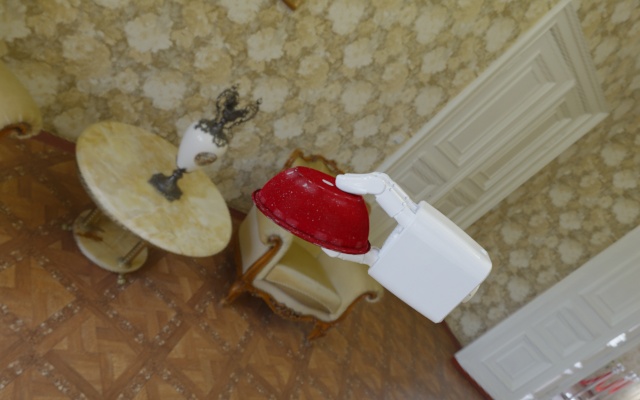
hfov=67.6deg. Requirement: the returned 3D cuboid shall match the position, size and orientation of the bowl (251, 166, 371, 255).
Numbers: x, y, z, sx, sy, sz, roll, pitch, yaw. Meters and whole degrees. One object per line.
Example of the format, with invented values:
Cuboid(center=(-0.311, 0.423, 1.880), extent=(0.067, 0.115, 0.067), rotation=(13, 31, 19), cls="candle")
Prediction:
Cuboid(center=(-0.001, 0.001, 0.586), extent=(0.162, 0.055, 0.162), rotation=(24, 14, -6), cls="bowl")
